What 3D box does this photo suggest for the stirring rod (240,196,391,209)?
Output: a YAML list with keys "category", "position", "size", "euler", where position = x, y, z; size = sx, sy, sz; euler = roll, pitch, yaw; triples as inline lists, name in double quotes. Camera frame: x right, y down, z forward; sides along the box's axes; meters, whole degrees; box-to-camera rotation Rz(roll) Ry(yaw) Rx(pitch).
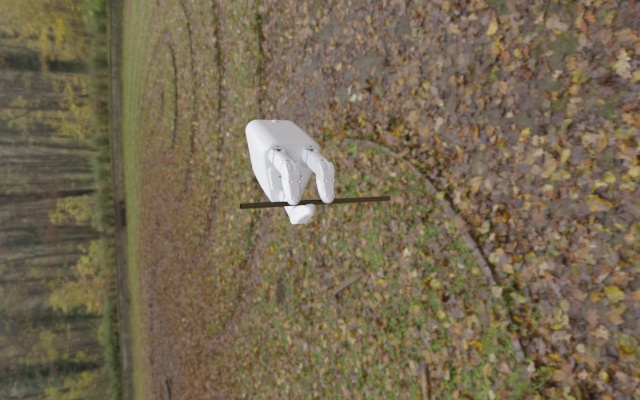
- category: "stirring rod"
  position: [0.000, 0.002, 0.697]
  size: [0.239, 0.011, 0.011]
  euler: [-3, 1, -26]
